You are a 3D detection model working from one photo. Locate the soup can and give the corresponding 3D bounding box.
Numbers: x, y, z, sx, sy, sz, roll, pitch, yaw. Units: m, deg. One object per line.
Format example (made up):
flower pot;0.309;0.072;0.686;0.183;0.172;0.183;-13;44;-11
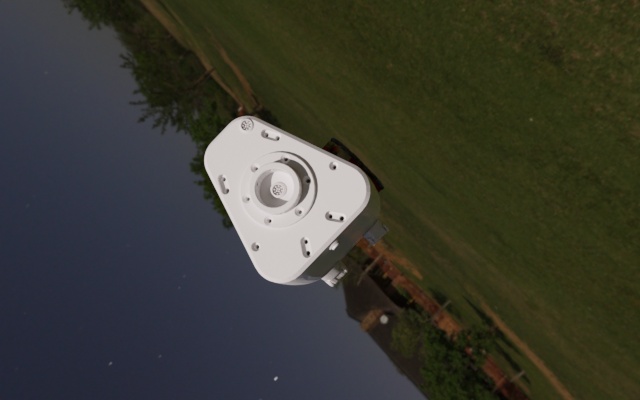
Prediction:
soup can;0.000;0.002;0.446;0.068;0.102;0.068;44;1;-1
